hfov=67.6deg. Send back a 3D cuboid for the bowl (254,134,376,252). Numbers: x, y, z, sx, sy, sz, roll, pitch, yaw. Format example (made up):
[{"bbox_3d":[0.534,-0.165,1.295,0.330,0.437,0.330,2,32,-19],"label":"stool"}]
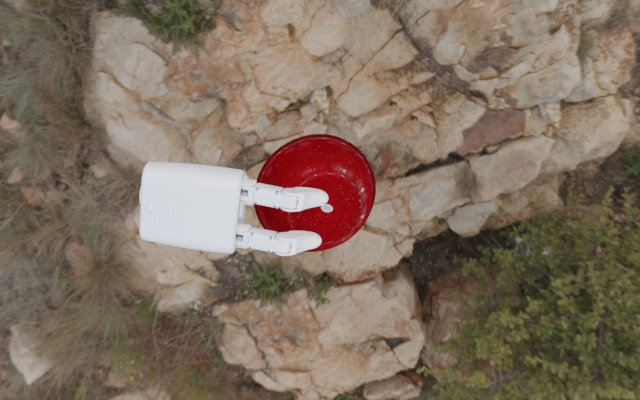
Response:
[{"bbox_3d":[0.001,0.002,0.594,0.162,0.162,0.055,0,20,-14],"label":"bowl"}]
